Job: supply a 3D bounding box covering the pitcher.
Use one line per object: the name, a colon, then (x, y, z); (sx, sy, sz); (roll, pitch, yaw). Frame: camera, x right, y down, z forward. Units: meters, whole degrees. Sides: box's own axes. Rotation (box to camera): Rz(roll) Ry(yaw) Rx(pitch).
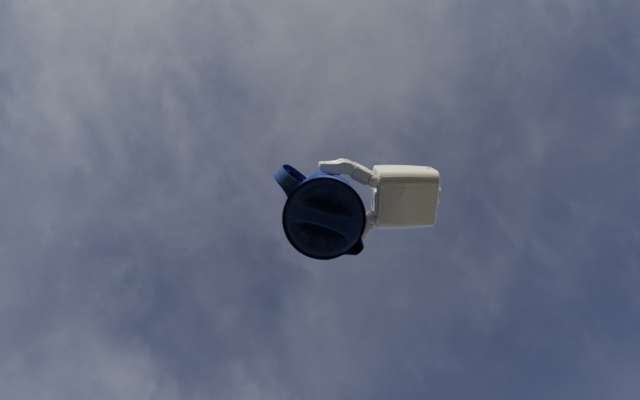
pitcher: (0.000, 0.003, 0.859); (0.145, 0.149, 0.243); (-2, 10, 1)
